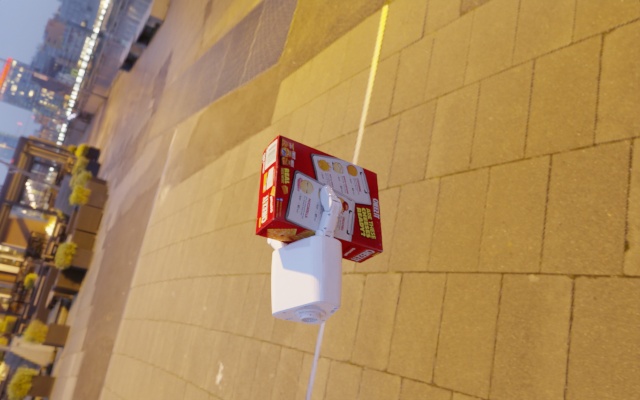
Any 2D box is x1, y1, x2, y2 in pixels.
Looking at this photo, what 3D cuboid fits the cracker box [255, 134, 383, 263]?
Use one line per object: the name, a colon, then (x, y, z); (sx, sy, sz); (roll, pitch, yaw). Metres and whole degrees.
cracker box: (0.000, 0.003, 0.820); (0.214, 0.164, 0.072); (19, -35, -29)
